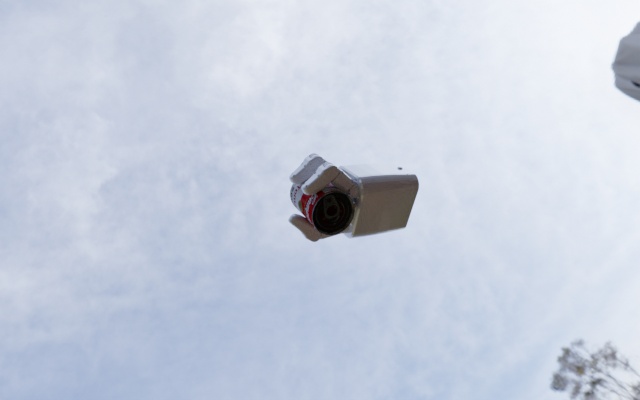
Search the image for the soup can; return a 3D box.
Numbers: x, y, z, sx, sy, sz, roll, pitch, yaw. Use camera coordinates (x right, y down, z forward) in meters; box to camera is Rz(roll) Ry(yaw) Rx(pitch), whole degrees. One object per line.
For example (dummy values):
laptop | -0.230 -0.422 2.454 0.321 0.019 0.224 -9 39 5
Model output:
soup can | 0.000 0.002 0.735 0.068 0.068 0.102 0 19 -24
